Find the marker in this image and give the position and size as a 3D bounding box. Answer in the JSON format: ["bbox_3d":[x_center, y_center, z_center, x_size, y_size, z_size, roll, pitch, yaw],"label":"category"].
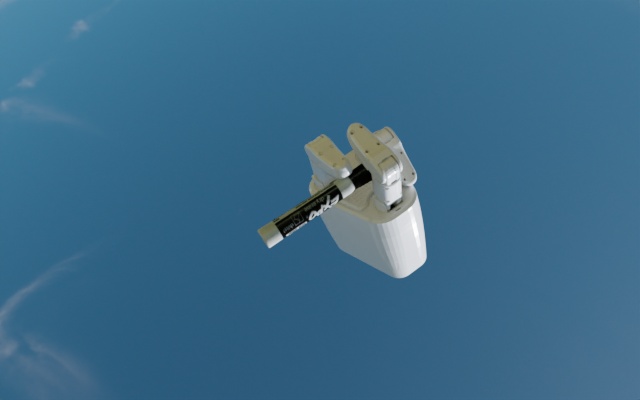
[{"bbox_3d":[0.000,0.001,0.424,0.121,0.020,0.020,-33,6,-10],"label":"marker"}]
